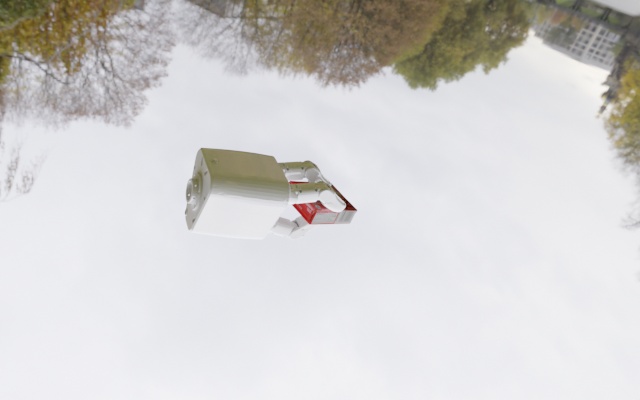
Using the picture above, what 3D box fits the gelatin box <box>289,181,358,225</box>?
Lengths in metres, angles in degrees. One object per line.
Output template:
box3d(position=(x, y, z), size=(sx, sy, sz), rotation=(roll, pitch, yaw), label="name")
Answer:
box3d(position=(0.000, 0.003, 0.712), size=(0.089, 0.030, 0.073), rotation=(2, 35, -44), label="gelatin box")
